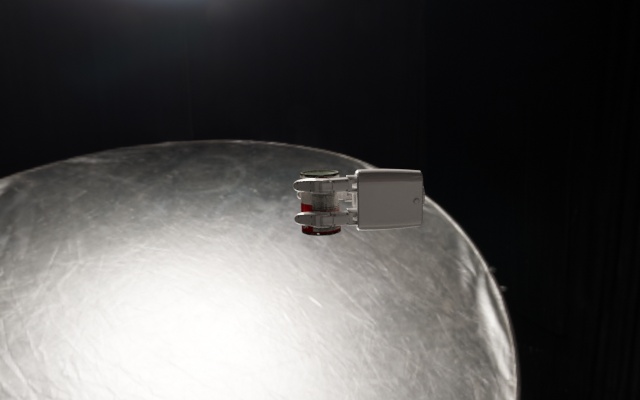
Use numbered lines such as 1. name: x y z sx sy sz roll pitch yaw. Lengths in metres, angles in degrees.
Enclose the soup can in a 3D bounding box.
1. soup can: 0.000 0.002 0.808 0.068 0.102 0.068 -1 11 0
